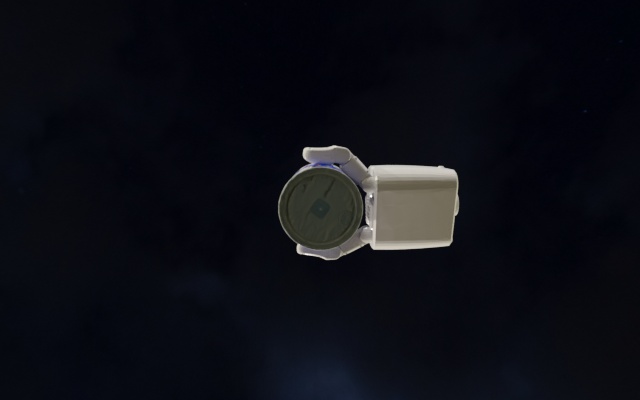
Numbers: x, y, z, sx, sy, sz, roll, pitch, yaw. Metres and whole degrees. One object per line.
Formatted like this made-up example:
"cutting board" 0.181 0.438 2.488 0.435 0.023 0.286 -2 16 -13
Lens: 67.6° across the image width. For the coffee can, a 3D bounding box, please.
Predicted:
"coffee can" 0.000 0.002 0.646 0.103 0.103 0.140 0 7 0
